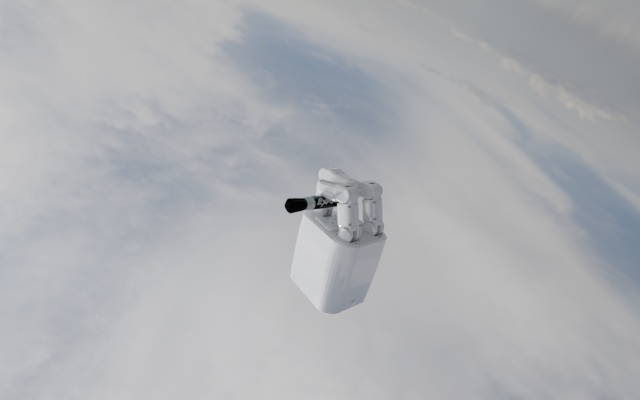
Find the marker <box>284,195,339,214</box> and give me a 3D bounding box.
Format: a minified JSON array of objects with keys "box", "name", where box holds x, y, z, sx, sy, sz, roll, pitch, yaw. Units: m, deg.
[{"box":[0.000,0.002,0.619,0.020,0.020,0.121,0,5,42],"name":"marker"}]
